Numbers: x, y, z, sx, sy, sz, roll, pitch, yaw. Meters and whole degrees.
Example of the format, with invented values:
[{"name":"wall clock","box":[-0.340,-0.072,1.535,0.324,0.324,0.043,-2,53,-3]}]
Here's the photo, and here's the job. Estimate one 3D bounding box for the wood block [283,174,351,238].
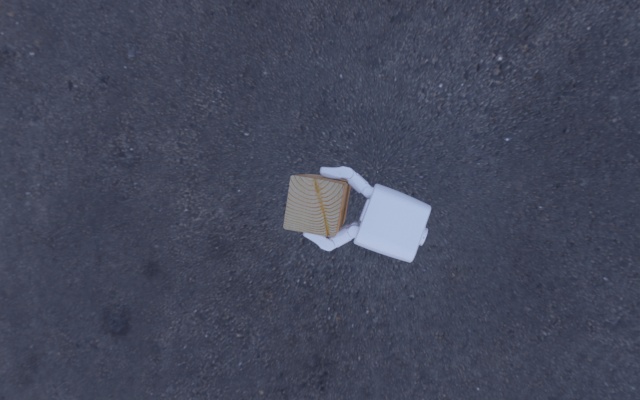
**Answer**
[{"name":"wood block","box":[0.001,0.003,0.868,0.090,0.091,0.206,10,5,6]}]
